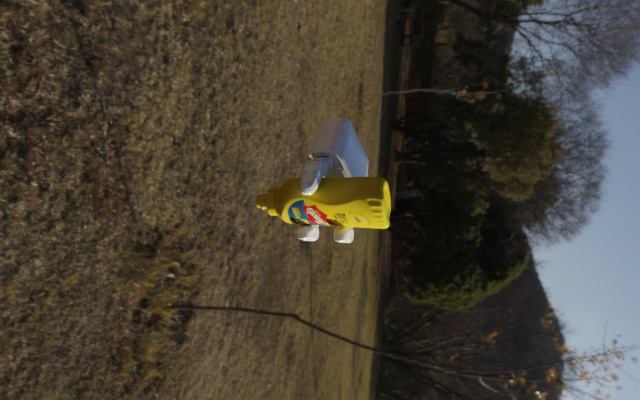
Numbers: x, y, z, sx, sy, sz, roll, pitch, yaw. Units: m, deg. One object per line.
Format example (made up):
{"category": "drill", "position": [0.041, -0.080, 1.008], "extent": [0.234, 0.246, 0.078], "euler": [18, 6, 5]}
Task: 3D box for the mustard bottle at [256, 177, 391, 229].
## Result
{"category": "mustard bottle", "position": [0.000, 0.002, 0.678], "extent": [0.191, 0.058, 0.096], "euler": [2, -26, 15]}
